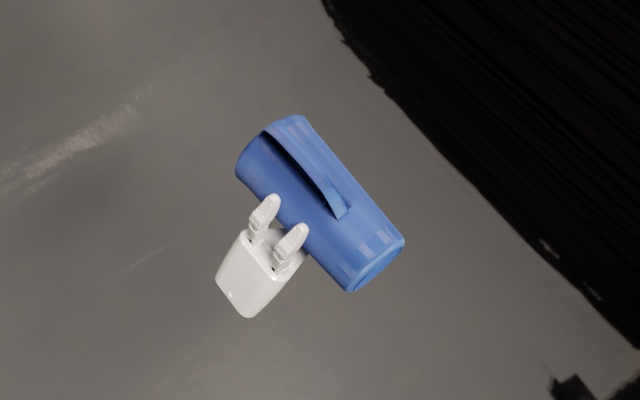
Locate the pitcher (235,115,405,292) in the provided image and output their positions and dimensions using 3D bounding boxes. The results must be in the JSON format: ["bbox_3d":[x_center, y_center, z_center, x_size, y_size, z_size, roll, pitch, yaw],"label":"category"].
[{"bbox_3d":[0.000,0.002,0.664,0.149,0.242,0.145,-18,-28,-55],"label":"pitcher"}]
